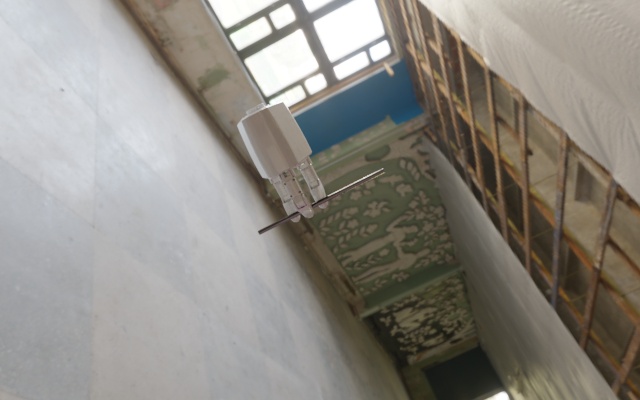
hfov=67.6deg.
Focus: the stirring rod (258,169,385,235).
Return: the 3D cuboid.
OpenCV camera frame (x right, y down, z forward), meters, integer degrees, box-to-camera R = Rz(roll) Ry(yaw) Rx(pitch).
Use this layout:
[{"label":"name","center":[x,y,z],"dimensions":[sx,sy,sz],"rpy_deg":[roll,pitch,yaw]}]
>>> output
[{"label":"stirring rod","center":[0.000,0.003,0.818],"dimensions":[0.239,0.011,0.011],"rpy_deg":[-27,-3,6]}]
